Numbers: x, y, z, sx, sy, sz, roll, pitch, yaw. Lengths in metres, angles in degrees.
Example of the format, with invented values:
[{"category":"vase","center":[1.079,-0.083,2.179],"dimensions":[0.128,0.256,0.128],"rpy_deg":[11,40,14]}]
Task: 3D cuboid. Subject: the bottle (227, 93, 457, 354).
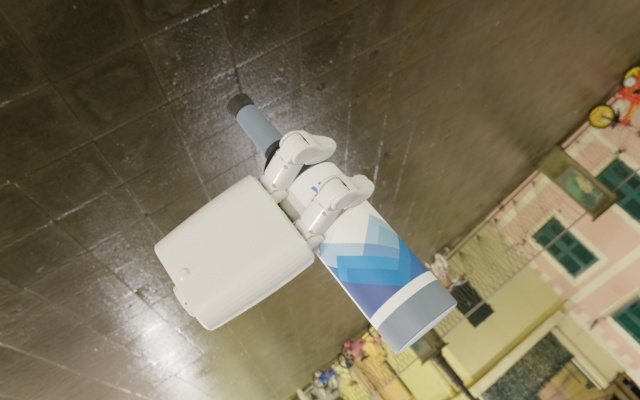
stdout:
[{"category":"bottle","center":[0.000,0.002,0.448],"dimensions":[0.069,0.295,0.069],"rpy_deg":[-33,-24,-16]}]
